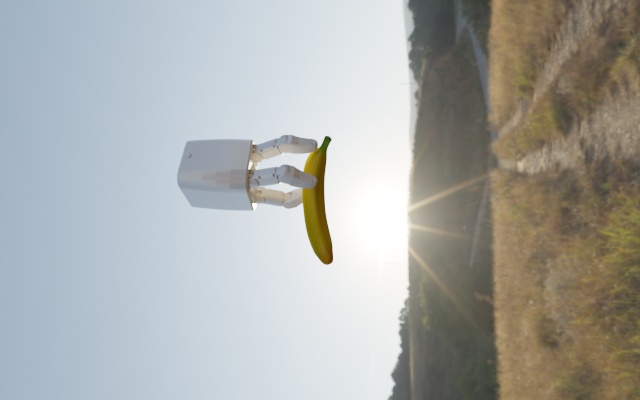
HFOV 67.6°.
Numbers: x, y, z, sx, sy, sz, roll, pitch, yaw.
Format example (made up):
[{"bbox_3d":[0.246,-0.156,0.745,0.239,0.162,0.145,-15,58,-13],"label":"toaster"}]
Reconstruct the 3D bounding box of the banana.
[{"bbox_3d":[-0.005,0.003,0.734,0.037,0.197,0.070,2,-14,-16],"label":"banana"}]
